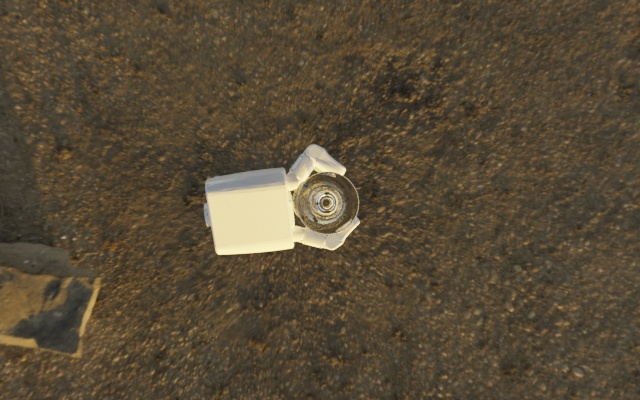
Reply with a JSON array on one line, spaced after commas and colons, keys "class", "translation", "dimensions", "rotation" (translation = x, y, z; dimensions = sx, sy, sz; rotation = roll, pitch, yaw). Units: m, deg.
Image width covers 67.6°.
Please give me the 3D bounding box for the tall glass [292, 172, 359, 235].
[{"class": "tall glass", "translation": [0.000, 0.002, 0.658], "dimensions": [0.079, 0.079, 0.201], "rotation": [0, 1, -4]}]
